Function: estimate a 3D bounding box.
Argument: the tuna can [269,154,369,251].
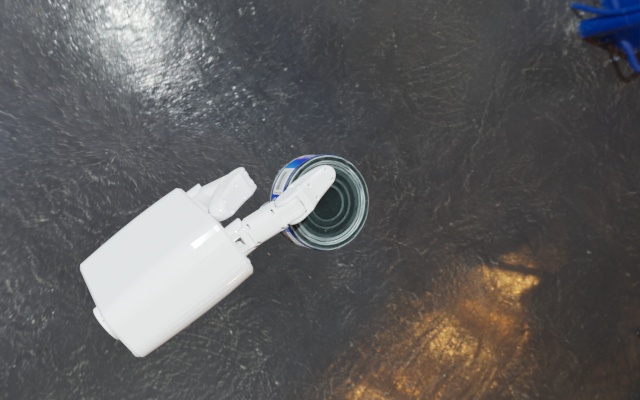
[{"bbox_3d":[0.000,0.001,0.427,0.086,0.086,0.034,0,3,-27],"label":"tuna can"}]
